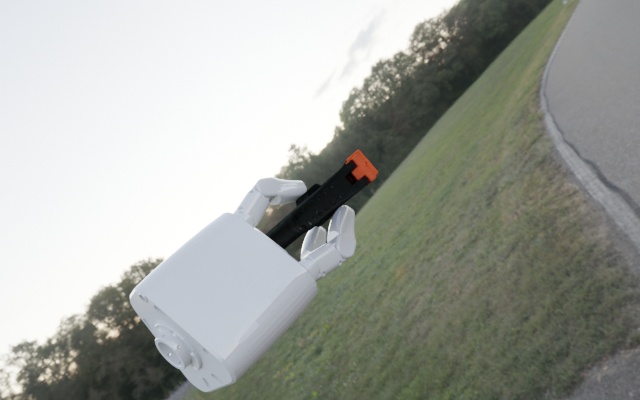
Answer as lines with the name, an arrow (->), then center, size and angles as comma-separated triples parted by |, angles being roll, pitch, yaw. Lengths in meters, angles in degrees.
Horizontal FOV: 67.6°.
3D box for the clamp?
clamp -> 0.000, 0.001, 0.497 | 0.164, 0.036, 0.210 | -43, 1, -40
